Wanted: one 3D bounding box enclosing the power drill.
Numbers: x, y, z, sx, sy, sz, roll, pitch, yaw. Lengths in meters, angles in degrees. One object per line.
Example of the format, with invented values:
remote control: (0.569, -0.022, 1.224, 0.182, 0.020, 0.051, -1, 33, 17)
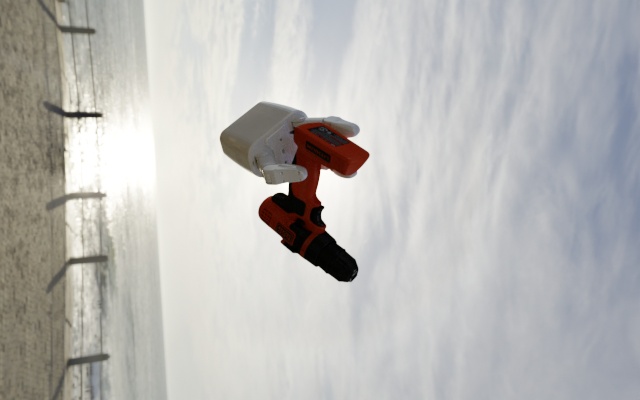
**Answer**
power drill: (0.000, 0.002, 0.662, 0.184, 0.188, 0.057, 35, 33, 24)
